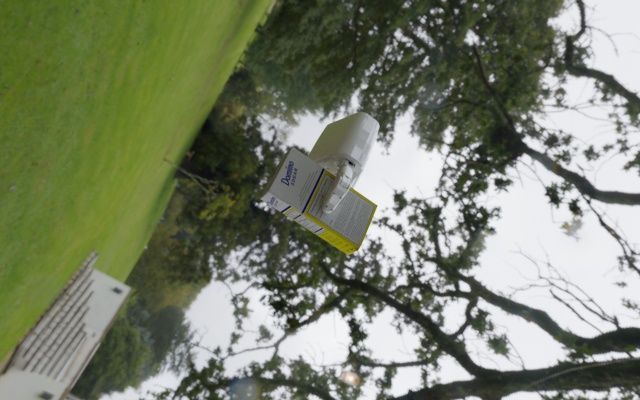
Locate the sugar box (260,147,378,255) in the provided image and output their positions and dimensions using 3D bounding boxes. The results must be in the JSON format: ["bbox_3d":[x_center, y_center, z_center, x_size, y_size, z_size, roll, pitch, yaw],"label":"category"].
[{"bbox_3d":[0.000,0.003,0.765,0.176,0.093,0.048,33,-30,-13],"label":"sugar box"}]
